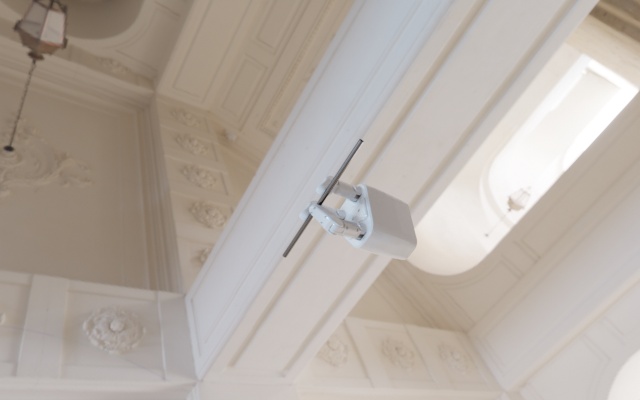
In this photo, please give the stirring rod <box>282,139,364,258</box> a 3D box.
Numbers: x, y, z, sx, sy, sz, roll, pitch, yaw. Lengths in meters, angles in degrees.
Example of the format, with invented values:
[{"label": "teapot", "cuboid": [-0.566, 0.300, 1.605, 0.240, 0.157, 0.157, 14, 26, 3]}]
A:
[{"label": "stirring rod", "cuboid": [0.000, 0.002, 0.756, 0.011, 0.240, 0.011, 27, 25, -14]}]
